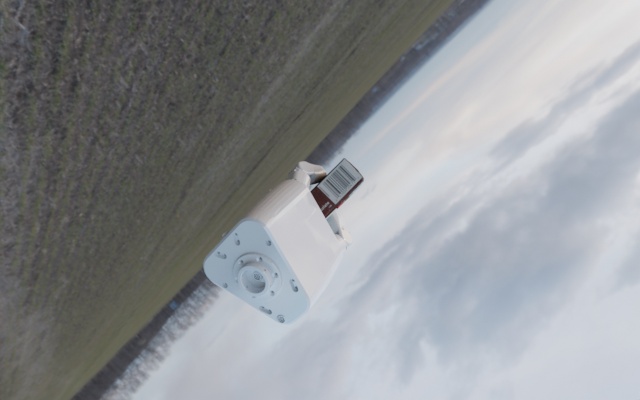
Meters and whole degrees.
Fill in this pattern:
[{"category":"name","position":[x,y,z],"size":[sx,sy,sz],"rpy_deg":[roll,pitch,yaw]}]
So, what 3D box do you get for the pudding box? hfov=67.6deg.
[{"category":"pudding box","position":[0.000,0.002,0.593],"size":[0.113,0.039,0.090],"rpy_deg":[-43,1,-1]}]
